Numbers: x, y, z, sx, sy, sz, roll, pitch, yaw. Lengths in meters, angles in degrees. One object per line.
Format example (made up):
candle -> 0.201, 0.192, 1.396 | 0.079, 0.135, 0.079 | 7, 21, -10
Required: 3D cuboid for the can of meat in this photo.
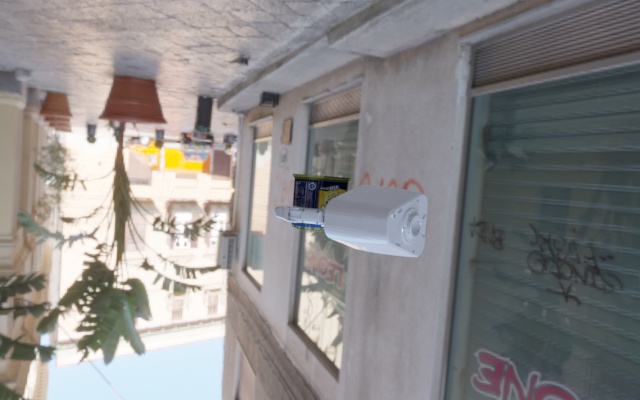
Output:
can of meat -> 0.000, 0.003, 0.754 | 0.057, 0.084, 0.102 | 6, 3, 36
